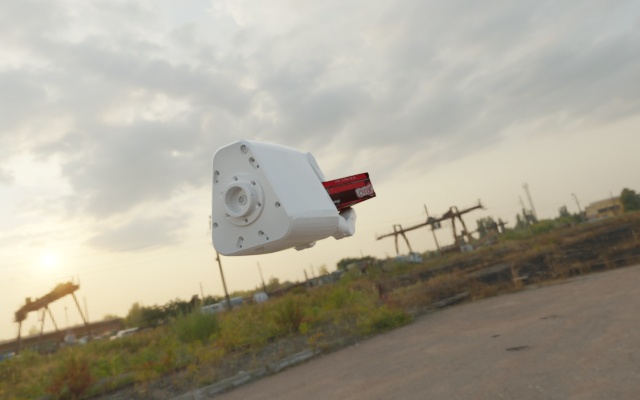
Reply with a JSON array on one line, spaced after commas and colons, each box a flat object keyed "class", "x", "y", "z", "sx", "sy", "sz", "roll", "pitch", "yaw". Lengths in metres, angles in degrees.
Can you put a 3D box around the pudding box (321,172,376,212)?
[{"class": "pudding box", "x": 0.000, "y": 0.002, "z": 0.605, "sx": 0.090, "sy": 0.039, "sz": 0.113, "roll": -13, "pitch": -5, "yaw": -39}]
